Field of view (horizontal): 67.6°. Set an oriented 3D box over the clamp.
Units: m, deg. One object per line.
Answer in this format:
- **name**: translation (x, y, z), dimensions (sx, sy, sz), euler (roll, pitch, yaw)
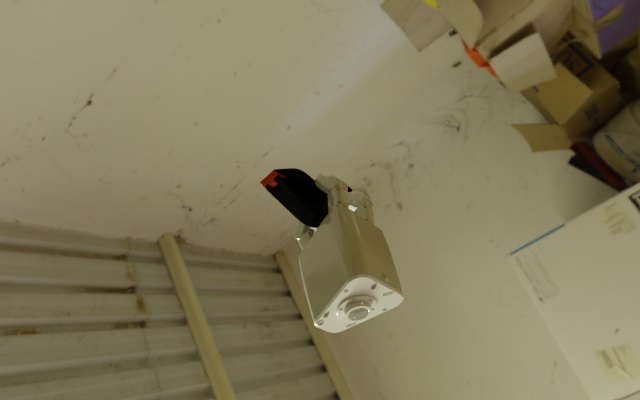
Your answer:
- **clamp**: translation (-0.001, 0.003, 0.684), dimensions (0.036, 0.164, 0.210), euler (-41, -51, 22)
